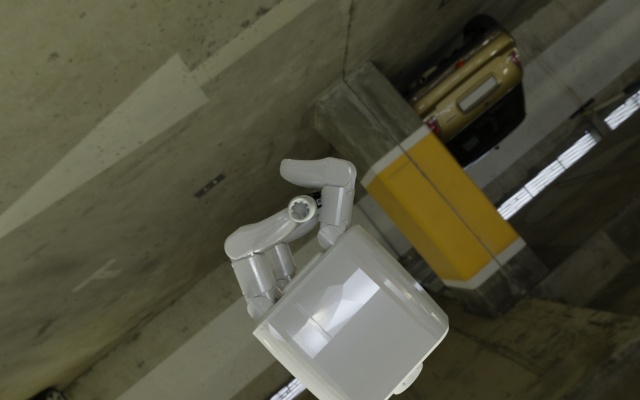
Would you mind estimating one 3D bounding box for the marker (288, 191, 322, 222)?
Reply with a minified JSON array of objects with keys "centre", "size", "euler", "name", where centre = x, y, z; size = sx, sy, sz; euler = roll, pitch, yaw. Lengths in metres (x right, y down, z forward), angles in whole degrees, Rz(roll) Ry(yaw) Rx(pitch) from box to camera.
[{"centre":[0.000,0.001,0.402],"size":[0.020,0.020,0.121],"euler":[0,5,14],"name":"marker"}]
